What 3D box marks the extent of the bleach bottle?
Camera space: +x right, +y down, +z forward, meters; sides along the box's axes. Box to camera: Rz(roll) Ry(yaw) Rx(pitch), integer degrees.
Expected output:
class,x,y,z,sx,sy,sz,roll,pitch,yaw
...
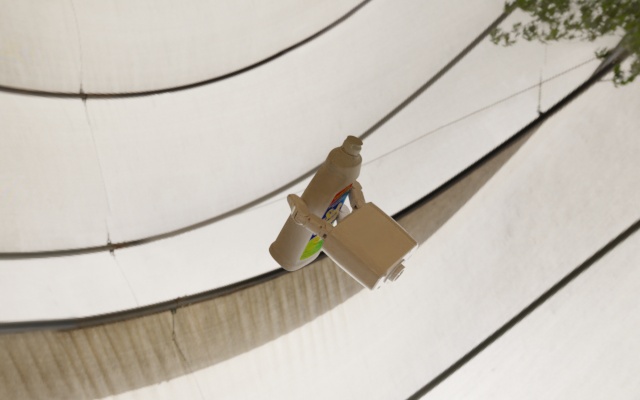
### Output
class,x,y,z,sx,sy,sz,roll,pitch,yaw
bleach bottle,0.000,0.003,0.800,0.068,0.251,0.102,41,35,21
